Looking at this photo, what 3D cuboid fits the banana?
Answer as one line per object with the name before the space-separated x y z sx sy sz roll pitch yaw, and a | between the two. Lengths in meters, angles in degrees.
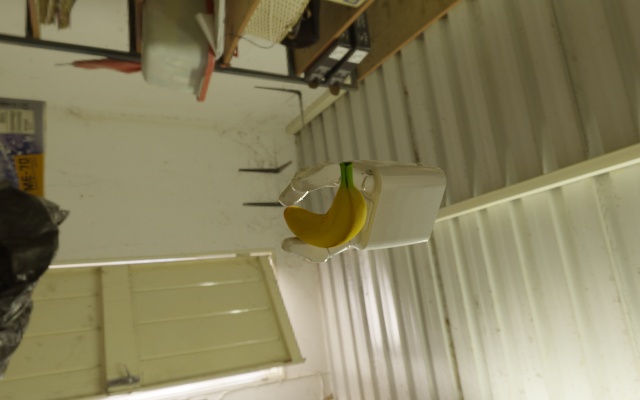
banana | 0.005 0.019 0.523 0.037 0.069 0.198 -5 -12 -24
